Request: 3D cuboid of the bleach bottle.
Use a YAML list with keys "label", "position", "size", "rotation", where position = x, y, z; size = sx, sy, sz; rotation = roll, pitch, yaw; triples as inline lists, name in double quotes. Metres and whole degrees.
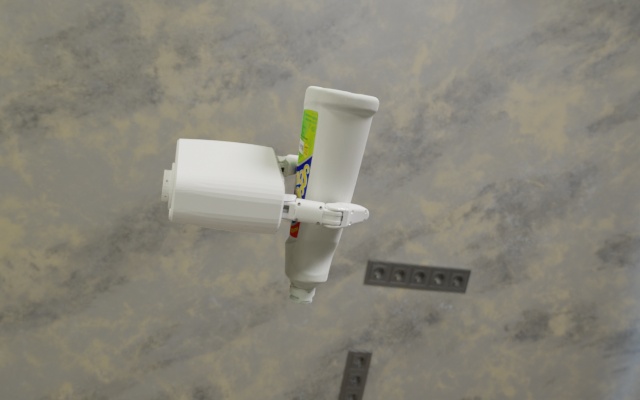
- label: "bleach bottle"
  position: [0.000, 0.002, 0.546]
  size: [0.068, 0.251, 0.102]
  rotation: [6, 13, -17]
